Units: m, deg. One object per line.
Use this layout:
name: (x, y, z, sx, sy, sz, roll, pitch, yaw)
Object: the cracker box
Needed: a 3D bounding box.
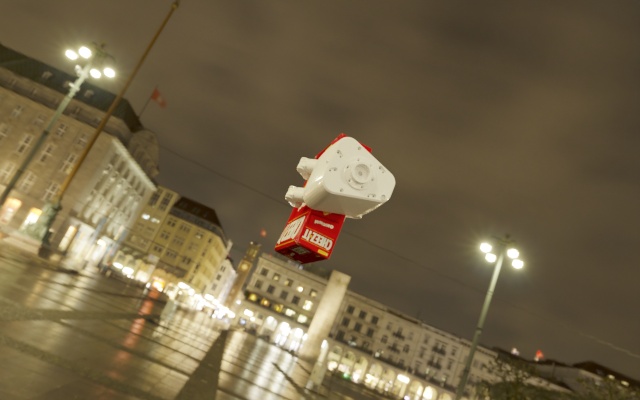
cracker box: (0.000, 0.003, 0.877, 0.072, 0.213, 0.164, 27, -17, -11)
